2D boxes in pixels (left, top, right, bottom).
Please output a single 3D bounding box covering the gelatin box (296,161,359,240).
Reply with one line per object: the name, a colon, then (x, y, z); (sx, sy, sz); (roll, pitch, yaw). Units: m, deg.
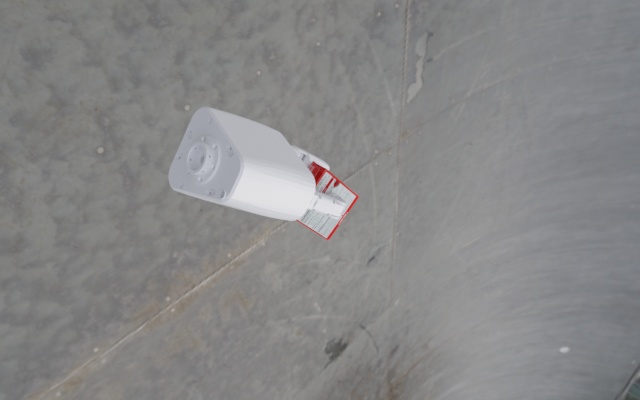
gelatin box: (0.001, 0.002, 0.612); (0.030, 0.073, 0.089); (34, -2, 41)
